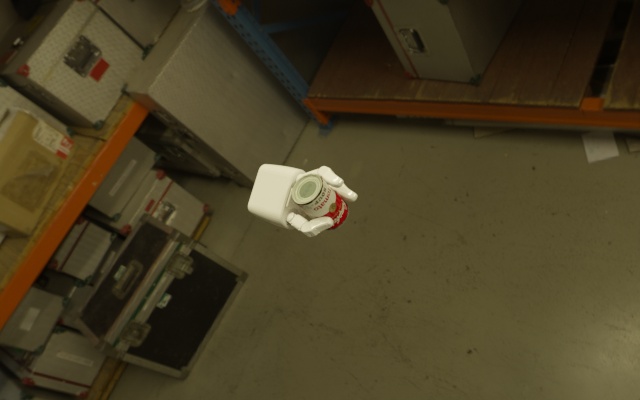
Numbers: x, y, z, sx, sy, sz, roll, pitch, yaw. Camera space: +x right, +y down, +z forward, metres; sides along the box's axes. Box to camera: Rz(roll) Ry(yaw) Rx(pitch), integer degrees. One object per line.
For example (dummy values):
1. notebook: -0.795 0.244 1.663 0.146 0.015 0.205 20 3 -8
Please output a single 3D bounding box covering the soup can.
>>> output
1. soup can: 0.000 0.003 0.891 0.068 0.068 0.102 0 -29 35
